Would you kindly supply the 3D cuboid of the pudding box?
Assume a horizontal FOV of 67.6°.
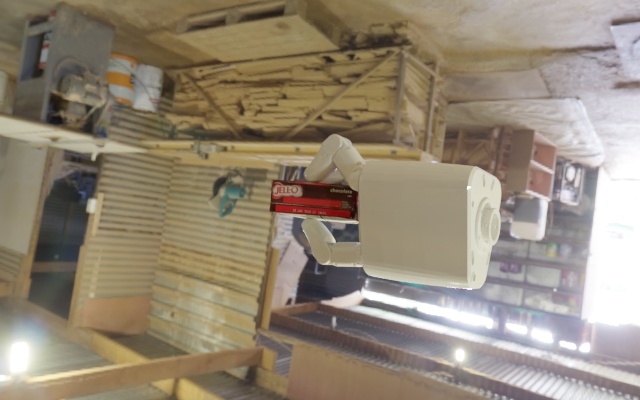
[{"bbox_3d":[0.000,0.002,0.529,0.090,0.039,0.113,6,-4,8],"label":"pudding box"}]
